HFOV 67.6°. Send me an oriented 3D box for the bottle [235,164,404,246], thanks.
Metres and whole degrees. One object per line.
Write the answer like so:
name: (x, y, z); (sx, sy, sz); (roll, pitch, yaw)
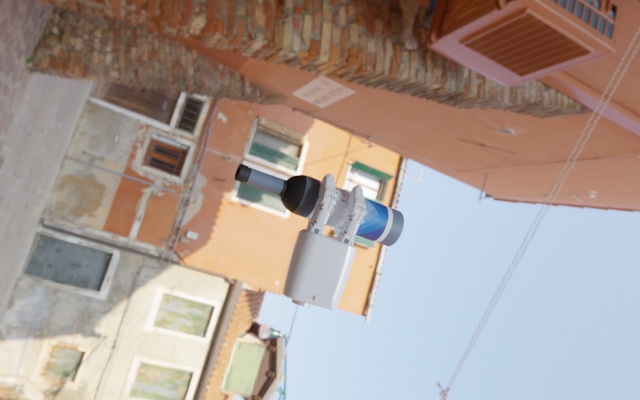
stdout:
bottle: (0.000, 0.003, 0.794); (0.296, 0.069, 0.069); (20, -8, -21)
